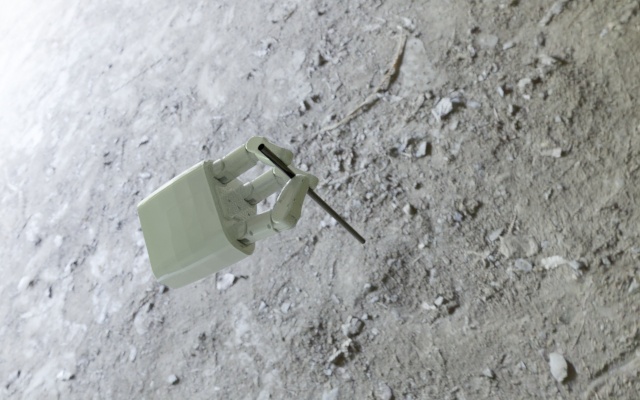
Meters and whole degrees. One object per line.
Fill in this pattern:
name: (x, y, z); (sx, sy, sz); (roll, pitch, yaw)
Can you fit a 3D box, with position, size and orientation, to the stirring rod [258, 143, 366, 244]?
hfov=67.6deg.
stirring rod: (0.000, 0.002, 0.551); (0.011, 0.011, 0.240); (0, -26, 32)
